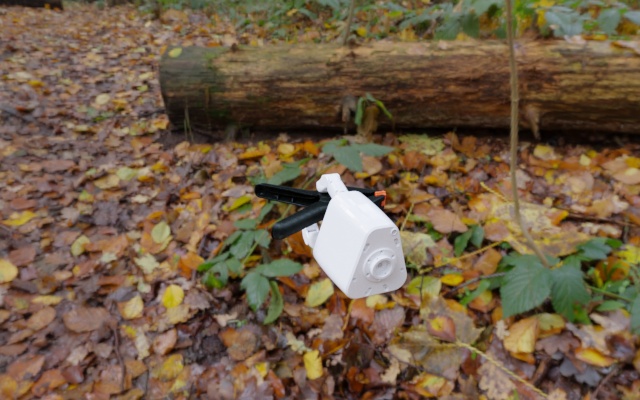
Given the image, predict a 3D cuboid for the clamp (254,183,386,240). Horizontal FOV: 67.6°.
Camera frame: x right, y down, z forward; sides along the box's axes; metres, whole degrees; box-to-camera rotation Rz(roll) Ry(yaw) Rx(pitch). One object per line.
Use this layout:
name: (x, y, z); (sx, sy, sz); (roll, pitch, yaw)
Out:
clamp: (0.001, 0.002, 0.757); (0.210, 0.036, 0.164); (-8, 28, -22)
